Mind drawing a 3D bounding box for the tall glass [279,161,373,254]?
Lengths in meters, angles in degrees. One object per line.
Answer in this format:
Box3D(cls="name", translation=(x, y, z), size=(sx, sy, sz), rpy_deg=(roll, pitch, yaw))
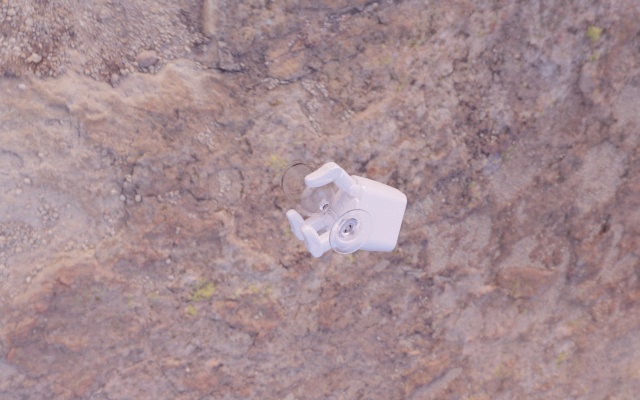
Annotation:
Box3D(cls="tall glass", translation=(0.000, 0.003, 0.771), size=(0.079, 0.079, 0.201), rpy_deg=(0, 26, -31))
